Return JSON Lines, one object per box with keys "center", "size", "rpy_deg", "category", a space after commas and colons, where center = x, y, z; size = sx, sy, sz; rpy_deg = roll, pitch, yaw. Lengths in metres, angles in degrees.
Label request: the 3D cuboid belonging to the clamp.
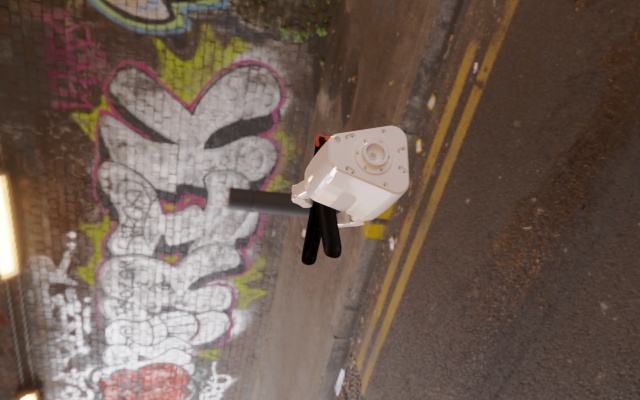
{"center": [-0.001, 0.002, 0.756], "size": [0.036, 0.210, 0.165], "rpy_deg": [6, -19, -15], "category": "clamp"}
